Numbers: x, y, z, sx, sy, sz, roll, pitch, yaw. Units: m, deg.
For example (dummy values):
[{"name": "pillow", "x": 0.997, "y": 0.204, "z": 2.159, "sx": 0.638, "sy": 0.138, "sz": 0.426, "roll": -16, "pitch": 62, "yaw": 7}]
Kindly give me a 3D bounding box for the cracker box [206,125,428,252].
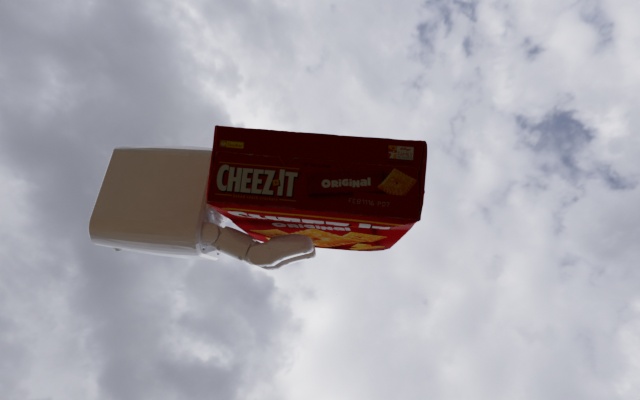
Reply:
[{"name": "cracker box", "x": 0.000, "y": 0.001, "z": 0.457, "sx": 0.164, "sy": 0.072, "sz": 0.214, "roll": 4, "pitch": -11, "yaw": 3}]
